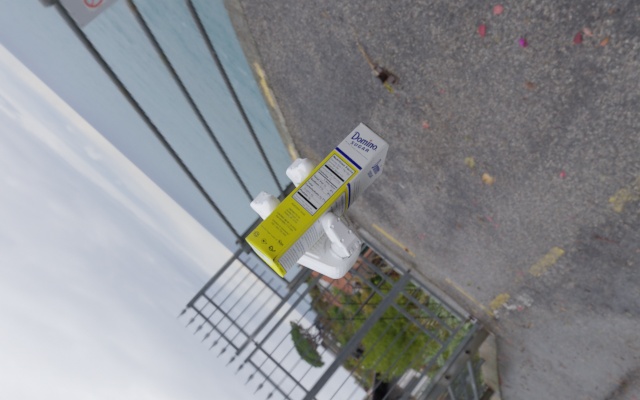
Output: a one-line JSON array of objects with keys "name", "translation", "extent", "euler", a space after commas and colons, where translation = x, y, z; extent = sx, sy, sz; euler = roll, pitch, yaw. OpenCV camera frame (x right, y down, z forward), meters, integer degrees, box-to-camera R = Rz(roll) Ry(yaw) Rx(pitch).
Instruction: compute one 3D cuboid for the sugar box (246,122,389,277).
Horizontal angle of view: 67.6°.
[{"name": "sugar box", "translation": [0.000, 0.002, 0.530], "extent": [0.048, 0.176, 0.093], "euler": [39, -12, 13]}]
